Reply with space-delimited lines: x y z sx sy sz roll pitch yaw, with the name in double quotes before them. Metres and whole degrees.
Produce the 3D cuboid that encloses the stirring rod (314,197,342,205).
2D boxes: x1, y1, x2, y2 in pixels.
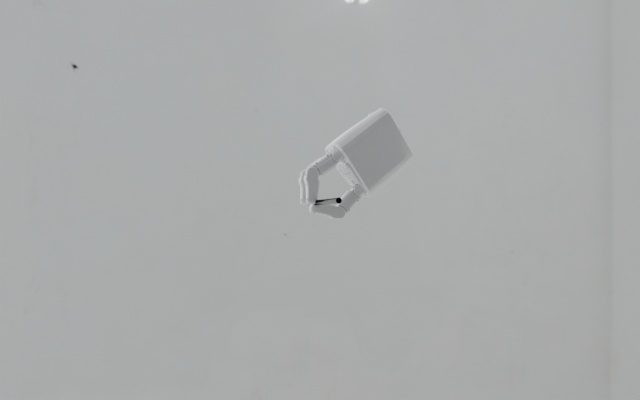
"stirring rod" 0.000 0.002 0.737 0.011 0.011 0.239 0 -1 -11
